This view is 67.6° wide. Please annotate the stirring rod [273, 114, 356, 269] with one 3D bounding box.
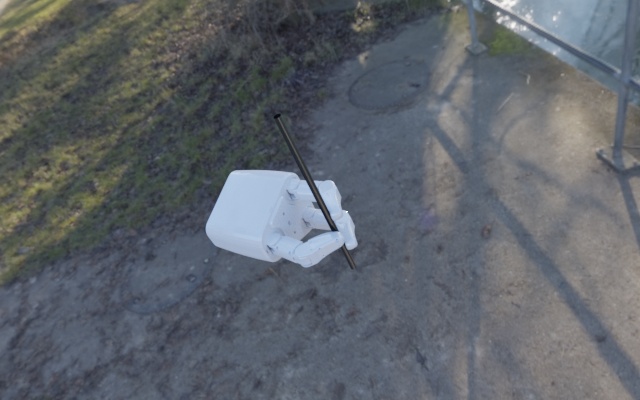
[{"bbox_3d":[0.000,0.002,0.539,0.011,0.011,0.240,0,-44,29],"label":"stirring rod"}]
